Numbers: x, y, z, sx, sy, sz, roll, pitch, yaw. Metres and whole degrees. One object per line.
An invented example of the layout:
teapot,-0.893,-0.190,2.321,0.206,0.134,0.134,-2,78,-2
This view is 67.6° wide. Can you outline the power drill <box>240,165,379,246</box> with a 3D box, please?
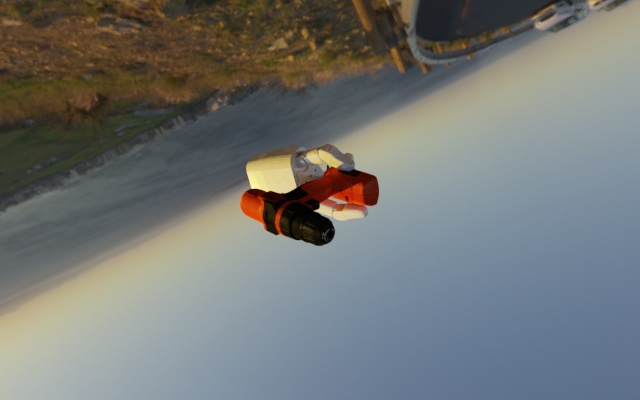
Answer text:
power drill,0.000,0.002,0.715,0.187,0.057,0.184,-20,29,-39
